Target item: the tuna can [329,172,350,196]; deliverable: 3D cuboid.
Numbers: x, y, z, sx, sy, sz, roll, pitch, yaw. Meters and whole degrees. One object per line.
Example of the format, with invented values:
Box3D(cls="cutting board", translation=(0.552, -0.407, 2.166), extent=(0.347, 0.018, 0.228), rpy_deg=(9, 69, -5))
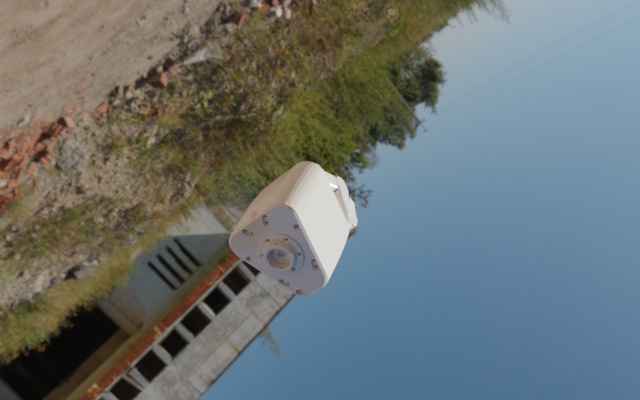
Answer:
Box3D(cls="tuna can", translation=(0.001, 0.003, 0.667), extent=(0.034, 0.086, 0.086), rpy_deg=(45, -13, -13))
